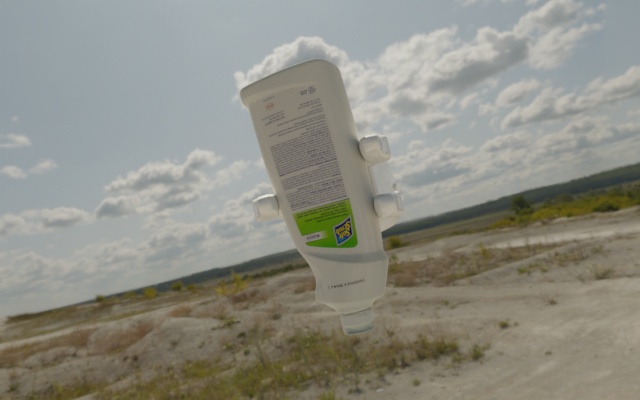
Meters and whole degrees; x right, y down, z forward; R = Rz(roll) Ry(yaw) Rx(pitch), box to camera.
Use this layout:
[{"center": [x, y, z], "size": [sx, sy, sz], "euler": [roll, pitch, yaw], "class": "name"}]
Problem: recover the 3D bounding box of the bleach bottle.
[{"center": [0.000, 0.001, 0.457], "size": [0.102, 0.251, 0.068], "euler": [-16, -6, 24], "class": "bleach bottle"}]
